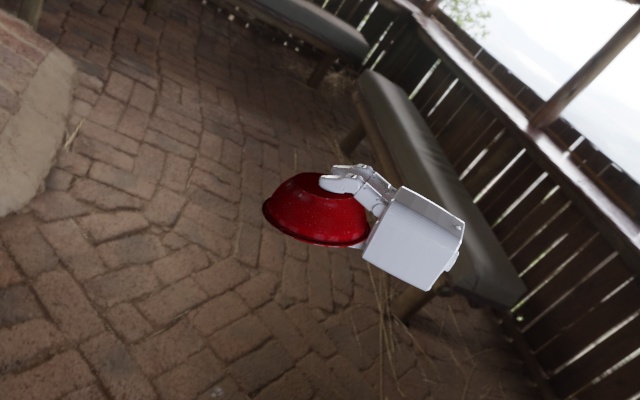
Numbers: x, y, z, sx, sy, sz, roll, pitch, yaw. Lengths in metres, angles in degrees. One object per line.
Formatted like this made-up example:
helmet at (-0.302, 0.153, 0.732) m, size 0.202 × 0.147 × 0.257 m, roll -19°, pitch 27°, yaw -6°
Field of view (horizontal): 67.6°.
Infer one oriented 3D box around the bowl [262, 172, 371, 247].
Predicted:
bowl at (-0.001, 0.002, 0.684) m, size 0.162 × 0.055 × 0.162 m, roll 11°, pitch 24°, yaw -5°
